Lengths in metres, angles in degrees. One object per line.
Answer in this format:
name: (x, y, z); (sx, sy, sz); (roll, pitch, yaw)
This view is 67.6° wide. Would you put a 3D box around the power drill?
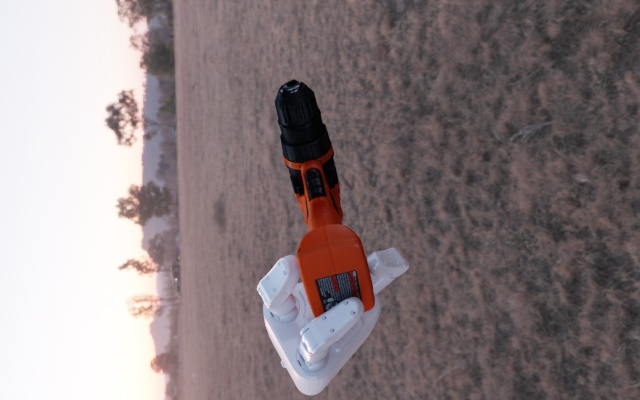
power drill: (0.000, 0.002, 0.452); (0.057, 0.185, 0.187); (-14, 40, 3)
